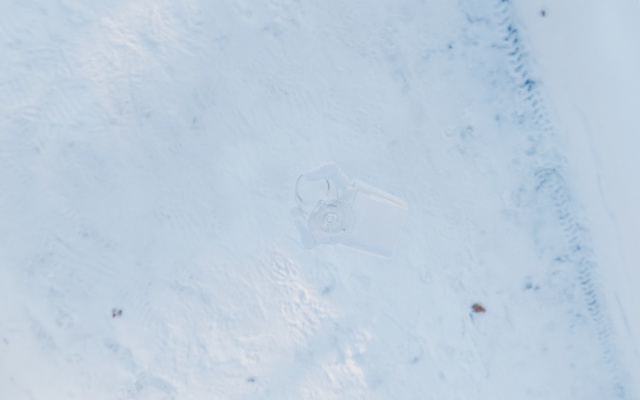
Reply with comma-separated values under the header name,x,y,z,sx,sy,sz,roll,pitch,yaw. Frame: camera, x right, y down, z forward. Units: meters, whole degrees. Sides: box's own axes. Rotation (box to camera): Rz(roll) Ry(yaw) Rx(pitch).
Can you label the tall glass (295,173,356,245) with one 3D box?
name,x,y,z,sx,sy,sz,roll,pitch,yaw
tall glass,0.000,0.003,0.820,0.079,0.079,0.201,0,18,-12
